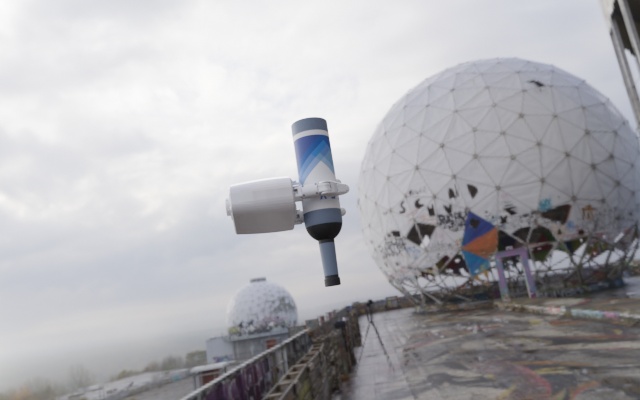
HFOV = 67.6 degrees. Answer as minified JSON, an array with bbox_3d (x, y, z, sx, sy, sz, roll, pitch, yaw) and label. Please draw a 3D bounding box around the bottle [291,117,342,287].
[{"bbox_3d":[0.000,0.002,0.842,0.069,0.295,0.069,-8,-12,-2],"label":"bottle"}]
